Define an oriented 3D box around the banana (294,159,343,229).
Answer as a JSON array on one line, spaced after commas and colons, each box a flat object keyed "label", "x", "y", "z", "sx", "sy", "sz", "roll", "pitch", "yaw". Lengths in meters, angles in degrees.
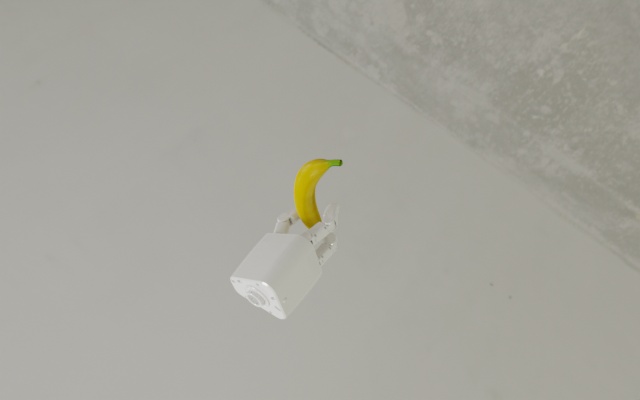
[{"label": "banana", "x": -0.015, "y": -0.008, "z": 0.826, "sx": 0.069, "sy": 0.037, "sz": 0.198, "roll": 30, "pitch": -38, "yaw": 12}]
